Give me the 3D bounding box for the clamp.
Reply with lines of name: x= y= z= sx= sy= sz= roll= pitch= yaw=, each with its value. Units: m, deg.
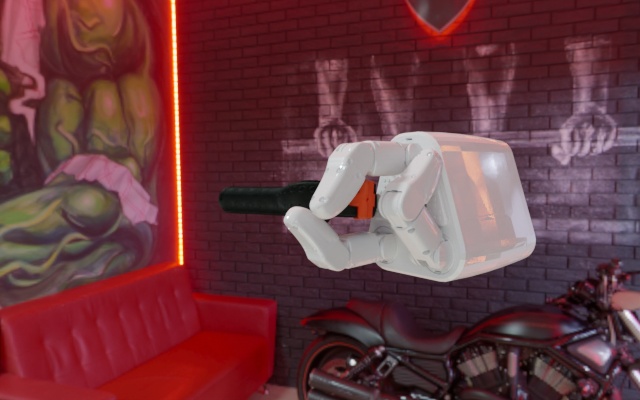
clamp: x=0.000 y=0.001 z=0.413 sx=0.120 sy=0.039 sz=0.171 roll=-4 pitch=4 yaw=-37
